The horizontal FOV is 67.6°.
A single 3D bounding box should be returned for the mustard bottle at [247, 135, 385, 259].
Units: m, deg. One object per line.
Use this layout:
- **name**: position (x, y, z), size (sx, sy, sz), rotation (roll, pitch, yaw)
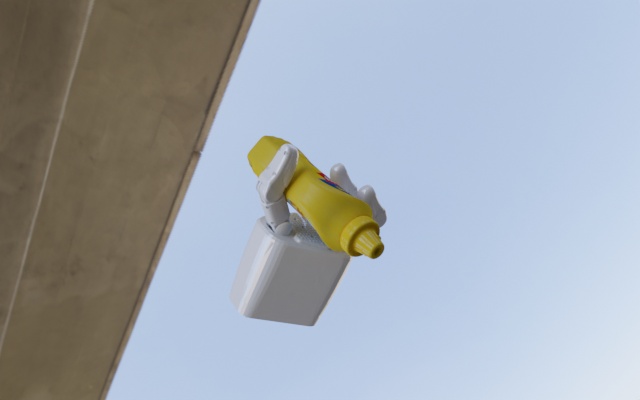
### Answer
- **mustard bottle**: position (0.000, 0.001, 0.508), size (0.191, 0.058, 0.096), rotation (42, 1, 43)
